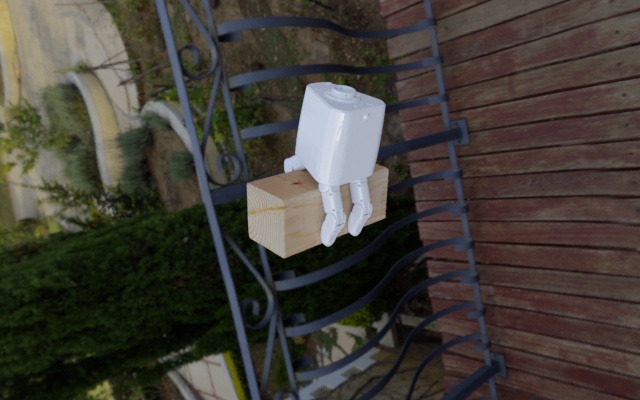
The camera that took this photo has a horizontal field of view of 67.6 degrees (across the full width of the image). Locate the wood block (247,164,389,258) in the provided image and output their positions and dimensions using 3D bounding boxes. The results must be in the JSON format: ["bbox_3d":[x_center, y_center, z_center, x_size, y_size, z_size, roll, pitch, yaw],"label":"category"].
[{"bbox_3d":[0.000,0.002,0.728,0.206,0.090,0.091,-18,29,-38],"label":"wood block"}]
